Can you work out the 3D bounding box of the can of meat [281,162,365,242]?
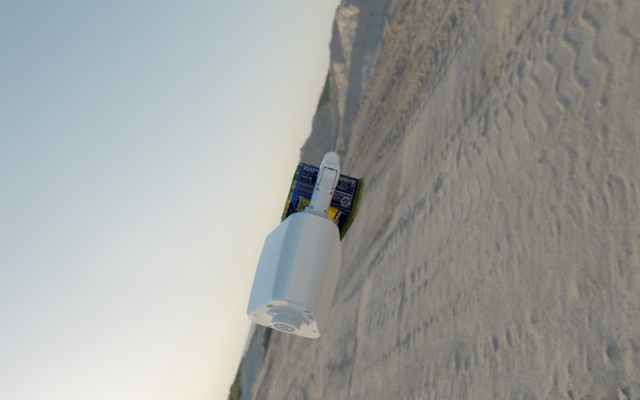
[{"bbox_3d":[0.000,0.002,0.599,0.084,0.057,0.102,16,-30,-4],"label":"can of meat"}]
